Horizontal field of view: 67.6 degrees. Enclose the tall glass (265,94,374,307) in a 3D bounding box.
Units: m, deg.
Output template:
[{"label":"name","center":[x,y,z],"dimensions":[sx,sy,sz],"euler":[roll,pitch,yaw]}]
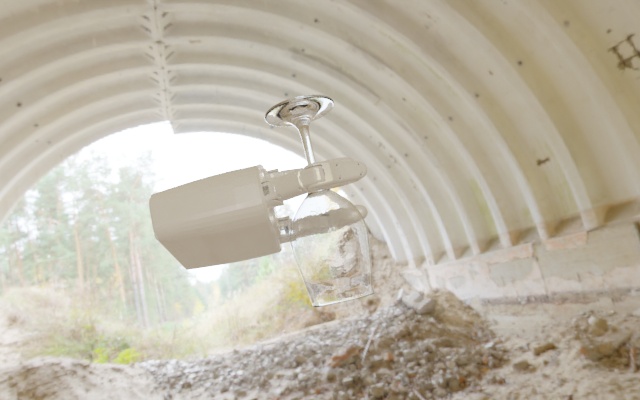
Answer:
[{"label":"tall glass","center":[0.000,0.001,0.481],"dimensions":[0.079,0.201,0.079],"euler":[-13,-10,-2]}]
